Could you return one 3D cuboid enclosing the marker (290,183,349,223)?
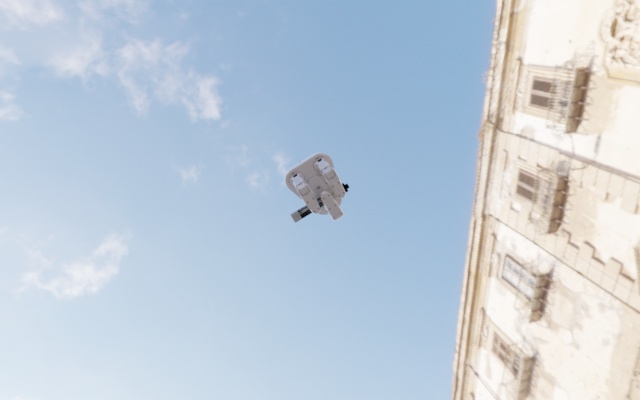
[{"bbox_3d":[0.000,0.003,0.890,0.121,0.020,0.020,-31,1,-2],"label":"marker"}]
